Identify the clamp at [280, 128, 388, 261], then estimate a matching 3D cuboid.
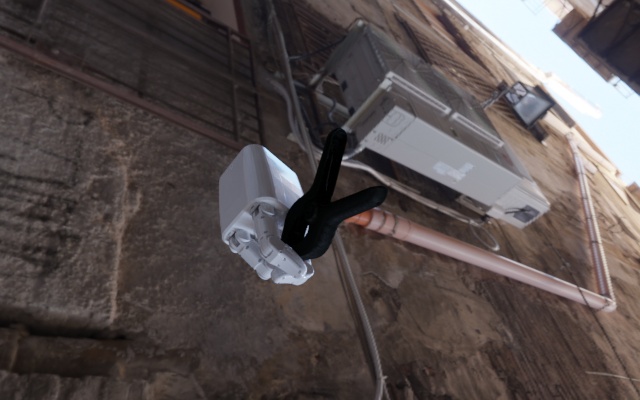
[{"bbox_3d":[0.000,0.002,0.556,0.039,0.120,0.171,21,-53,-35],"label":"clamp"}]
